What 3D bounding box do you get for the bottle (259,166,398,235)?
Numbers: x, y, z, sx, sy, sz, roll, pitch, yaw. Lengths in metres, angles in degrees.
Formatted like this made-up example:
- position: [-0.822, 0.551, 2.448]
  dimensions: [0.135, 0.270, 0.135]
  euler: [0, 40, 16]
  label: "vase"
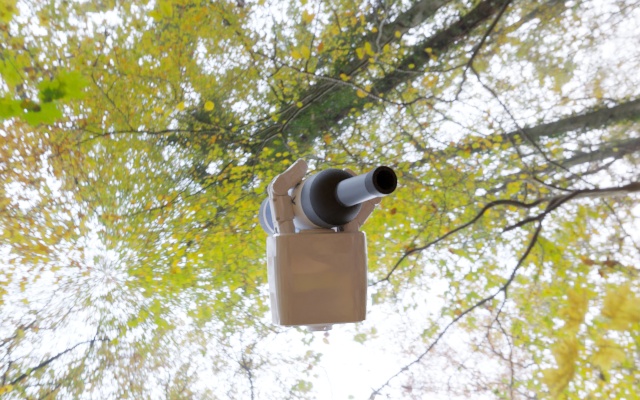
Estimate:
- position: [0.000, 0.002, 0.572]
  dimensions: [0.069, 0.069, 0.296]
  euler: [0, -8, -24]
  label: "bottle"
